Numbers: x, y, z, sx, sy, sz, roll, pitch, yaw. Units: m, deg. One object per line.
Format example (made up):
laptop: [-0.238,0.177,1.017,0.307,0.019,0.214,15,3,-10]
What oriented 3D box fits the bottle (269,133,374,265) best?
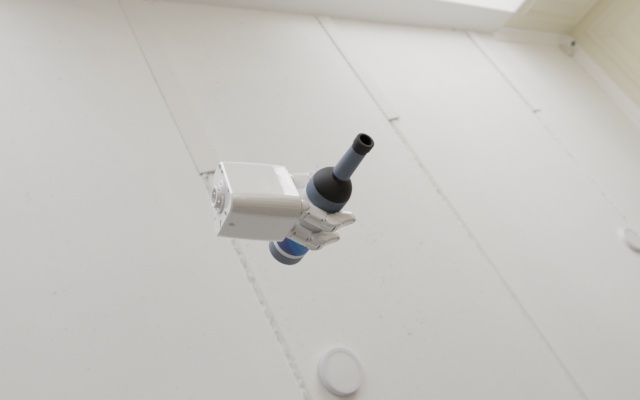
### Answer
bottle: [0.000,0.003,0.753,0.069,0.069,0.296,0,-35,-31]
